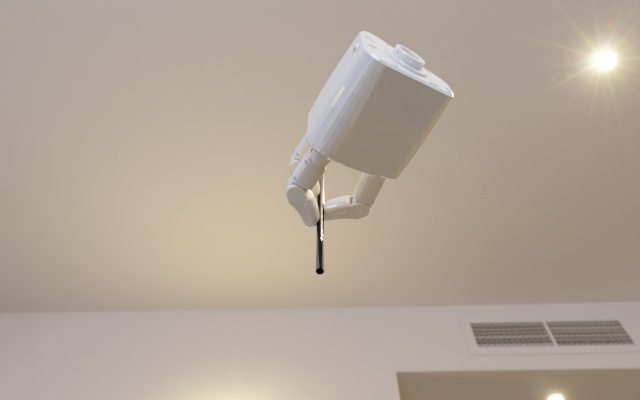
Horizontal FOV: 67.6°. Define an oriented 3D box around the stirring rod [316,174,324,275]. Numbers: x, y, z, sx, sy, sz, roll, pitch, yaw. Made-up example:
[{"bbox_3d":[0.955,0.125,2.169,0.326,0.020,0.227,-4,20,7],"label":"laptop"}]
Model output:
[{"bbox_3d":[0.000,0.002,0.549,0.011,0.011,0.239,0,33,0],"label":"stirring rod"}]
